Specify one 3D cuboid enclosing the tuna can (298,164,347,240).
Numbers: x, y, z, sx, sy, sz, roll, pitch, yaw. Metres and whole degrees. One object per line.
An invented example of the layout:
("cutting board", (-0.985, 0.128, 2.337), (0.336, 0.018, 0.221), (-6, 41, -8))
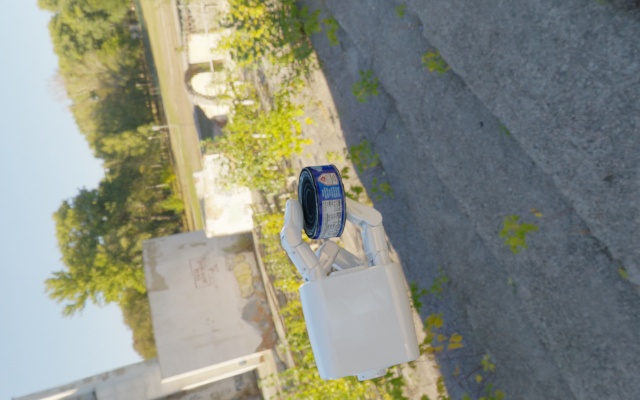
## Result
("tuna can", (0.000, 0.002, 0.548), (0.034, 0.086, 0.086), (-5, 1, -16))
